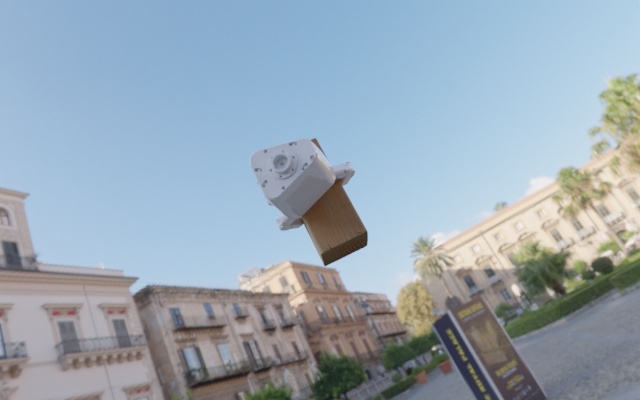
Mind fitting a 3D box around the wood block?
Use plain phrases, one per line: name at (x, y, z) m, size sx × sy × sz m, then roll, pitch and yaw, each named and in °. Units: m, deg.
wood block at (0.000, 0.002, 0.878) m, size 0.091 × 0.206 × 0.090 m, roll -25°, pitch -22°, yaw -5°
